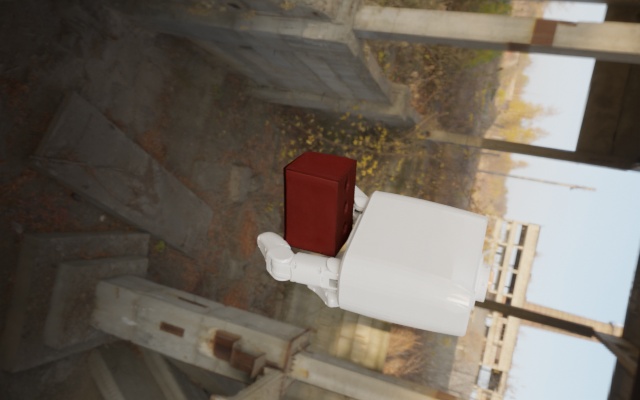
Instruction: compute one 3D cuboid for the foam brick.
[{"bbox_3d":[0.000,0.001,0.433,0.051,0.078,0.053,12,29,19],"label":"foam brick"}]
